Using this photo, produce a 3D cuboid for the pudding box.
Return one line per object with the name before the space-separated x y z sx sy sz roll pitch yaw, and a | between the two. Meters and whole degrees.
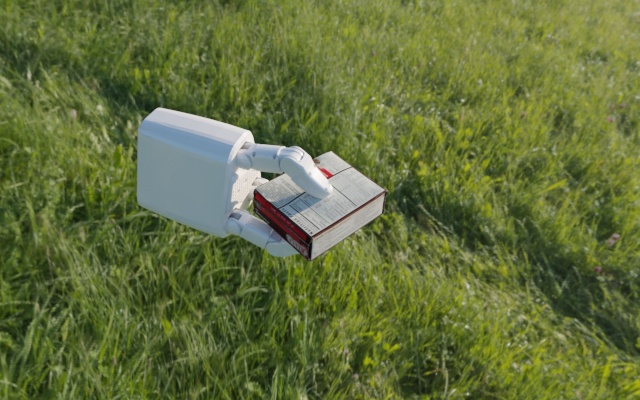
pudding box | 0.000 0.001 0.498 0.113 0.039 0.090 -31 55 -31
